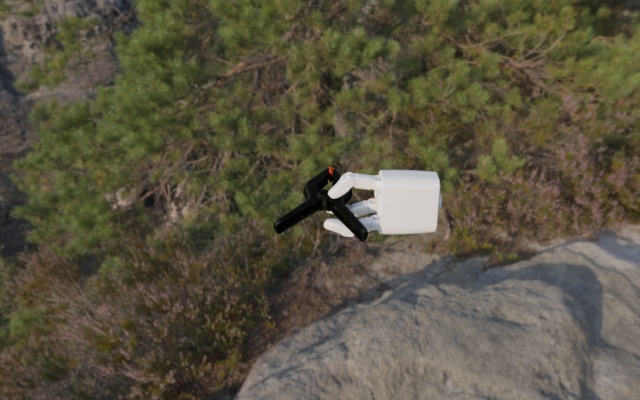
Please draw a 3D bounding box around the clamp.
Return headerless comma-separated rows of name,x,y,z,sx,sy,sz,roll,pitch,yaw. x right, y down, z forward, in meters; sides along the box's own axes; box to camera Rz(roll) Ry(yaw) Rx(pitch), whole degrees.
clamp,0.000,0.002,0.899,0.164,0.036,0.209,2,36,-1
